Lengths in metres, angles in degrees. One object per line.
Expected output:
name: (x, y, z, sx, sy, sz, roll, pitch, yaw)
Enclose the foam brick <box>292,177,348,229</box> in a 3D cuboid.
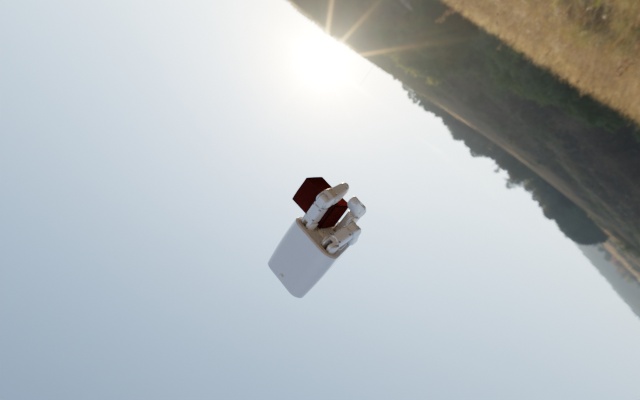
foam brick: (0.000, 0.002, 0.825, 0.078, 0.051, 0.053, 47, 26, 23)
